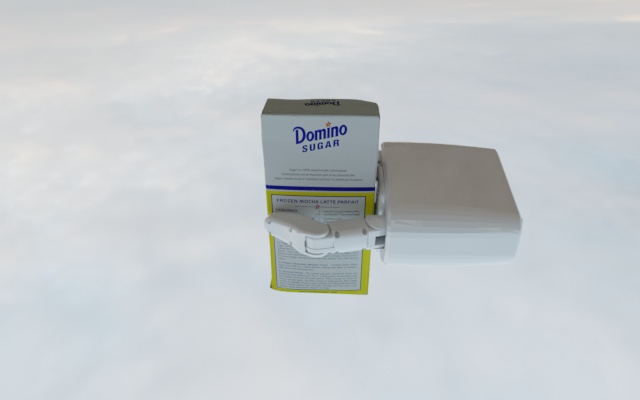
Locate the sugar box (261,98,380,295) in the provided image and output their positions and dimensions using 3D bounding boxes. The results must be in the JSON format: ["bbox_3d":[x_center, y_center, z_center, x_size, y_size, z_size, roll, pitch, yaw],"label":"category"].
[{"bbox_3d":[0.000,0.001,0.416,0.093,0.176,0.048,2,28,1],"label":"sugar box"}]
